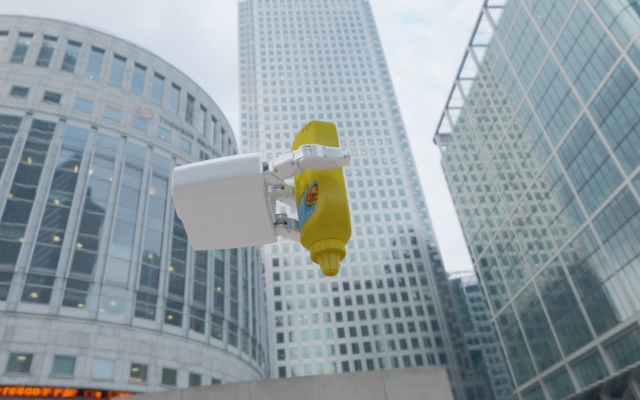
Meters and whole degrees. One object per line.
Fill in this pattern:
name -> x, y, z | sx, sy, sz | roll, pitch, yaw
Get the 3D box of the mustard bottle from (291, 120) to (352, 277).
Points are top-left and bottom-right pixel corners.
mustard bottle -> 0.000, 0.002, 0.577 | 0.058, 0.191, 0.096 | 7, -37, -19
